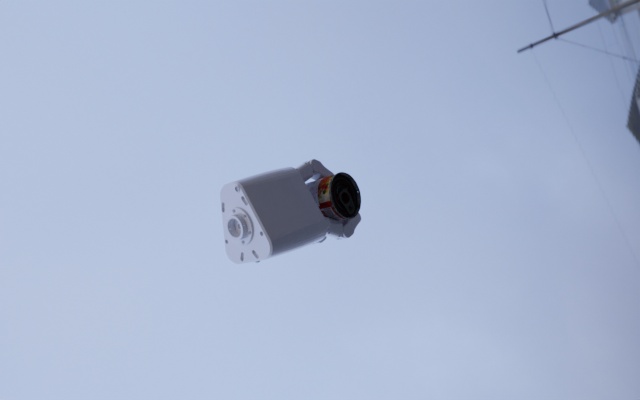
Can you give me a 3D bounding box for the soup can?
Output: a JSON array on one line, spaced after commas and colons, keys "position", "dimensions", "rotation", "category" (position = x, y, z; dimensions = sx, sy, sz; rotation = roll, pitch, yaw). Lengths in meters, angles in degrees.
[{"position": [0.000, 0.002, 0.711], "dimensions": [0.102, 0.068, 0.068], "rotation": [-15, -10, 41], "category": "soup can"}]
